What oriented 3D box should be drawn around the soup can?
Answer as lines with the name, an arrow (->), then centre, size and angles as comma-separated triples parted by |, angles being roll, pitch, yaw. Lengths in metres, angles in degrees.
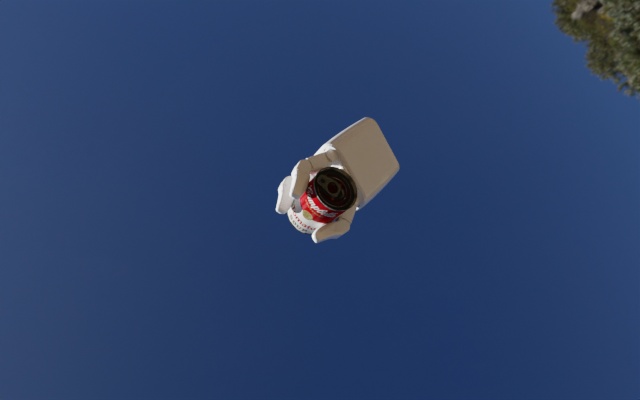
soup can -> 0.000, 0.003, 0.703 | 0.068, 0.068, 0.102 | 0, -23, -28
